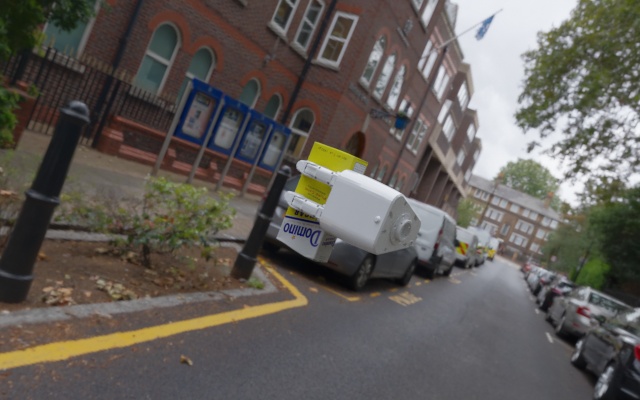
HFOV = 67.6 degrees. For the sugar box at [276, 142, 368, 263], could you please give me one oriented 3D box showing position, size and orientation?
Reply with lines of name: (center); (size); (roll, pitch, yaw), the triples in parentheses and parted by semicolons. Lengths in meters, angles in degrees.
sugar box: (0.000, 0.002, 0.776); (0.093, 0.176, 0.048); (25, 4, 39)
